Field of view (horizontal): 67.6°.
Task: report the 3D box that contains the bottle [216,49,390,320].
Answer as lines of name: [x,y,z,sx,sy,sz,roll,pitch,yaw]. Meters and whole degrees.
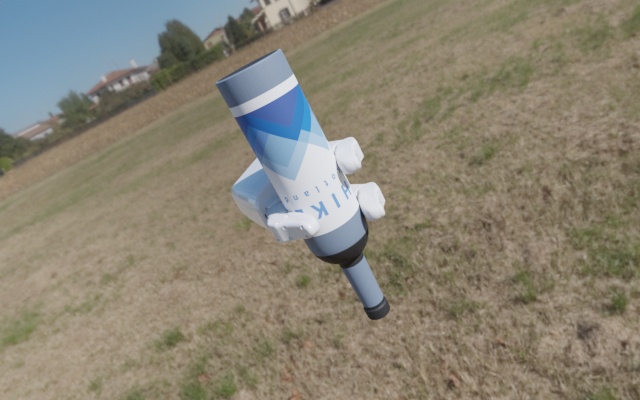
bottle: [0.000,0.001,0.477,0.069,0.296,0.069,-24,21,10]
